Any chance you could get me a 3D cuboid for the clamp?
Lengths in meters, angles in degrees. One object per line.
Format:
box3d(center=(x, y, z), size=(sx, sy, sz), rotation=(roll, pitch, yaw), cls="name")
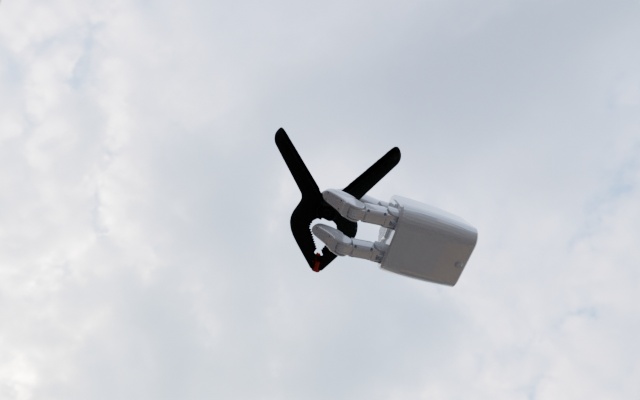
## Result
box3d(center=(0.000, 0.002, 0.654), size=(0.164, 0.210, 0.036), rotation=(16, 26, -3), cls="clamp")
